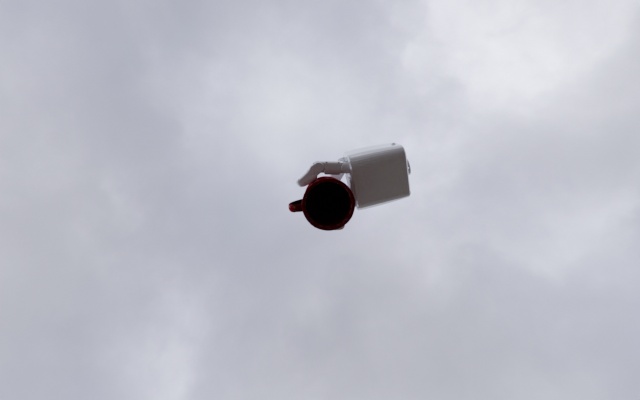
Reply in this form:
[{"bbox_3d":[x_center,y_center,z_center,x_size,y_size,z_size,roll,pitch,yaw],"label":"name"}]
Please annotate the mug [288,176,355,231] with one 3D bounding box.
[{"bbox_3d":[-0.001,0.003,0.863,0.117,0.093,0.081,-12,11,-1],"label":"mug"}]
